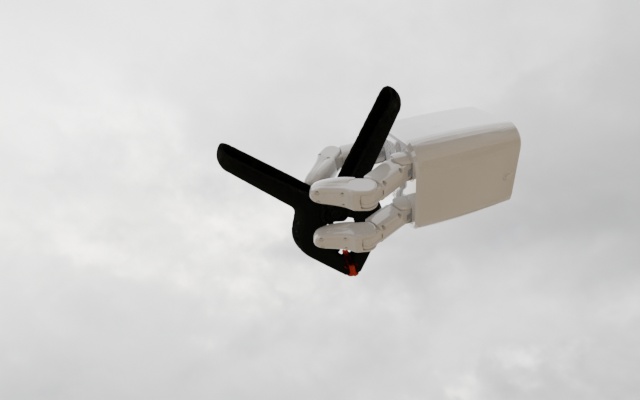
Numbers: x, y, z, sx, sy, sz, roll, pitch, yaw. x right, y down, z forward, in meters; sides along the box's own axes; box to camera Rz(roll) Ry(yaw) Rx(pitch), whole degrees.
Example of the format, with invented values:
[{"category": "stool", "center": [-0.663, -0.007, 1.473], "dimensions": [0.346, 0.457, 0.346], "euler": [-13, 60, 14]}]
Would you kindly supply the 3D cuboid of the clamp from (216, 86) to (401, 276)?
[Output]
[{"category": "clamp", "center": [0.000, 0.001, 0.464], "dimensions": [0.164, 0.210, 0.036], "euler": [-13, 41, -6]}]
